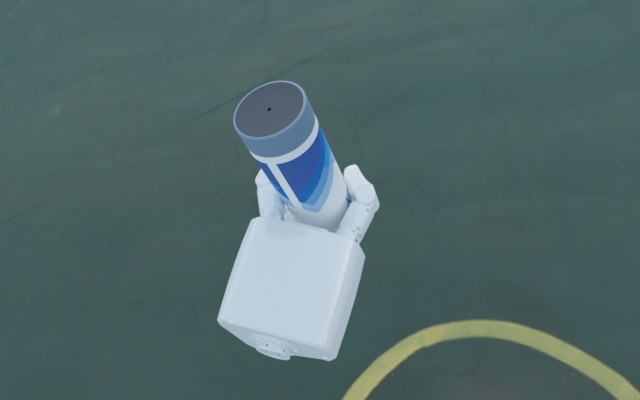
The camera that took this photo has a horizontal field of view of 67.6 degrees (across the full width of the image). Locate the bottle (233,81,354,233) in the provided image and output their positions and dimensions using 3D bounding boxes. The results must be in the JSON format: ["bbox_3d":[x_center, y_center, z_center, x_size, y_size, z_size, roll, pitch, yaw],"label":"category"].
[{"bbox_3d":[0.000,0.001,0.517,0.069,0.069,0.296,0,-32,20],"label":"bottle"}]
